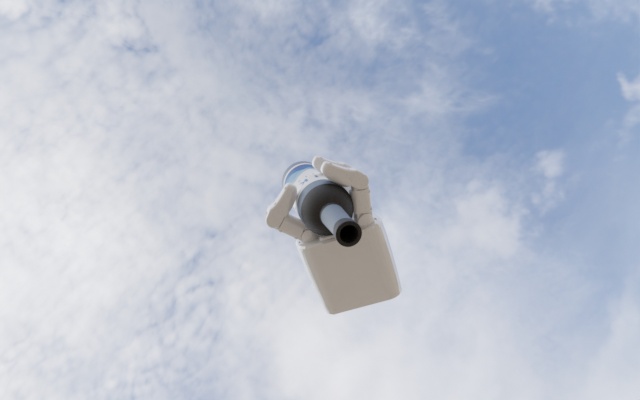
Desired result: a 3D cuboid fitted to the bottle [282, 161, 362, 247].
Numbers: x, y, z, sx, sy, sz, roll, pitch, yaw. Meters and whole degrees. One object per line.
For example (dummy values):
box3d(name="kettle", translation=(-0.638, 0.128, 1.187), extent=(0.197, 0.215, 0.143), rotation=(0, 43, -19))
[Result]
box3d(name="bottle", translation=(0.000, 0.002, 0.616), extent=(0.069, 0.069, 0.295), rotation=(0, 12, -11))
